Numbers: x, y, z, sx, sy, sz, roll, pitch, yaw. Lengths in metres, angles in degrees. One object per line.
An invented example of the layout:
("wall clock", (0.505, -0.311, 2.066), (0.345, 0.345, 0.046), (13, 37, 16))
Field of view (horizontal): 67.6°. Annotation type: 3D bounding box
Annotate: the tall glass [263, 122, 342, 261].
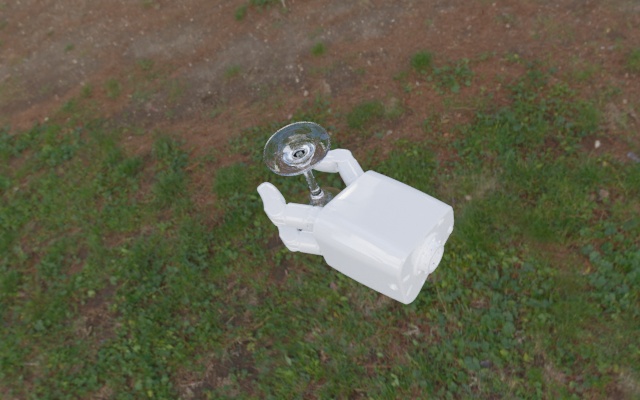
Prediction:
("tall glass", (0.000, 0.001, 0.580), (0.079, 0.079, 0.201), (0, -35, 18))
